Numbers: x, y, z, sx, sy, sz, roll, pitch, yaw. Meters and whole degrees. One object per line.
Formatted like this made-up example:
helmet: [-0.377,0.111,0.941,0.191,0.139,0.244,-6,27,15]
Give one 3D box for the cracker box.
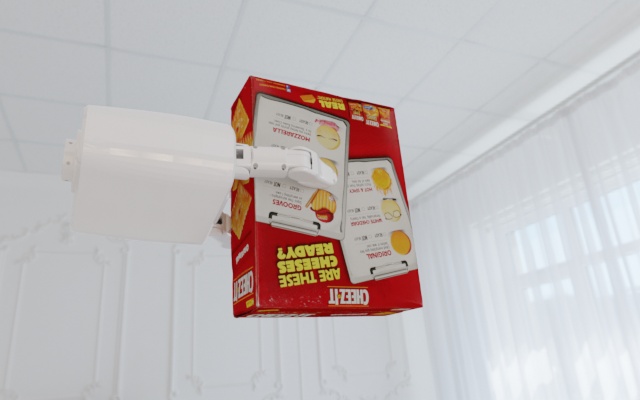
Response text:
cracker box: [0.000,0.001,0.460,0.164,0.213,0.072,6,-23,-26]
